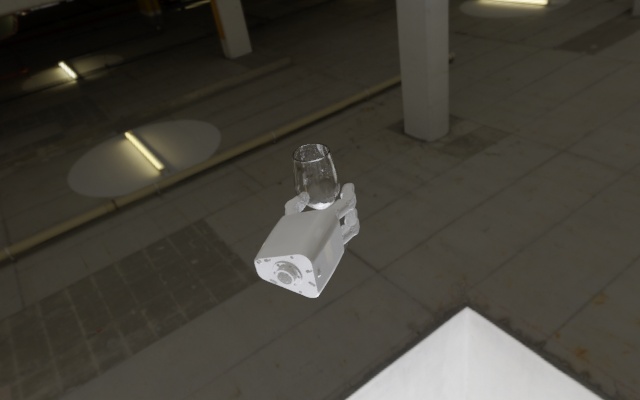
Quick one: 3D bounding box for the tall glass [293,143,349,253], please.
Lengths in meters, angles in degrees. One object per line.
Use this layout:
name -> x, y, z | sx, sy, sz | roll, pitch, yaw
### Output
tall glass -> 0.000, 0.003, 0.832 | 0.079, 0.201, 0.079 | -7, 34, 5
